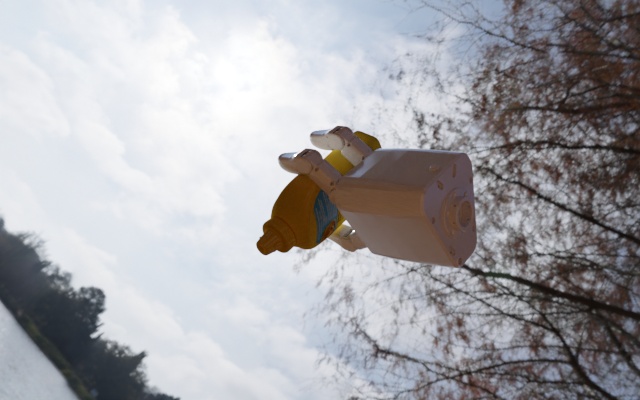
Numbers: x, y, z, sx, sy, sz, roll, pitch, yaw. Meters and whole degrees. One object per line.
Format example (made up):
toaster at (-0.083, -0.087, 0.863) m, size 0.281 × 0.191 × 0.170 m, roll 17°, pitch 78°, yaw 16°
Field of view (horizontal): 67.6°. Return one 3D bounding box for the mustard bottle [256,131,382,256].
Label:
mustard bottle at (0.000, 0.002, 0.557) m, size 0.058 × 0.096 × 0.191 m, roll 29°, pitch 51°, yaw 29°
